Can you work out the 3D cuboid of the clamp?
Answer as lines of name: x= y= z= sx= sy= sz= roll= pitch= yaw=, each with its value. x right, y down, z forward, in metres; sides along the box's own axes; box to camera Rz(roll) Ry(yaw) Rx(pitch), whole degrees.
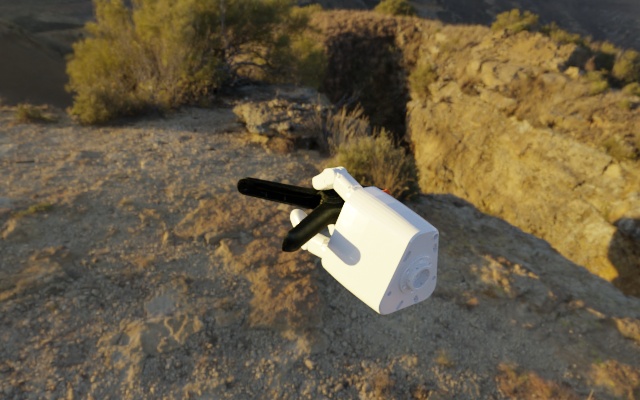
clamp: x=0.001 y=0.001 z=0.647 sx=0.210 sy=0.036 sz=0.164 roll=-10 pitch=34 yaw=-35
